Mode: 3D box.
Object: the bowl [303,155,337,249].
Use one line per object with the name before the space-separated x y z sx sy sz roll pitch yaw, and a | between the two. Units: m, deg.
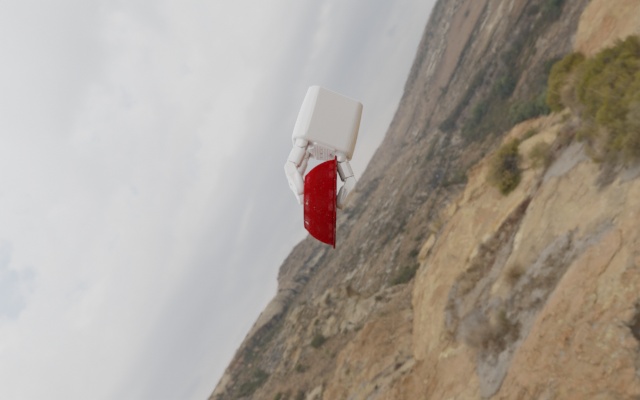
bowl | 0.000 0.004 0.819 0.055 0.162 0.162 1 0 1
